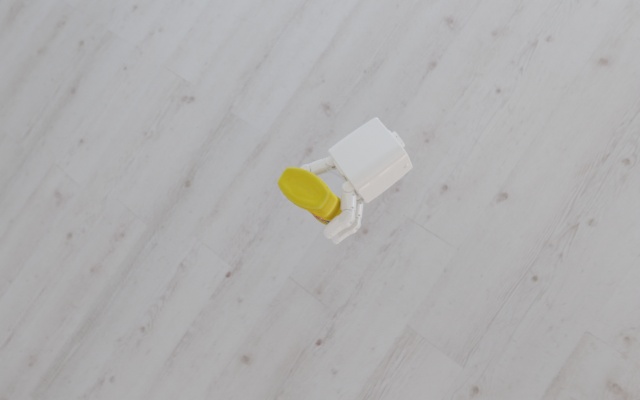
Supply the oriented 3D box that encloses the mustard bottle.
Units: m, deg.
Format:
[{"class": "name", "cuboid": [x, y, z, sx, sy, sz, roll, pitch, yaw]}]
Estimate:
[{"class": "mustard bottle", "cuboid": [0.000, 0.003, 0.839, 0.096, 0.058, 0.192, 30, -4, 23]}]
